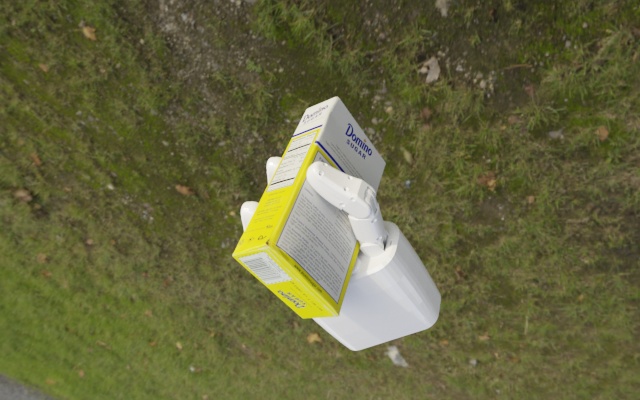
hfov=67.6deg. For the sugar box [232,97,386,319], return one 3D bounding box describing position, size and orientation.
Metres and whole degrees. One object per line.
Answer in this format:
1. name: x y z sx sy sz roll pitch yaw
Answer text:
1. sugar box: 0.000 0.002 0.416 0.048 0.176 0.093 -16 -52 36
